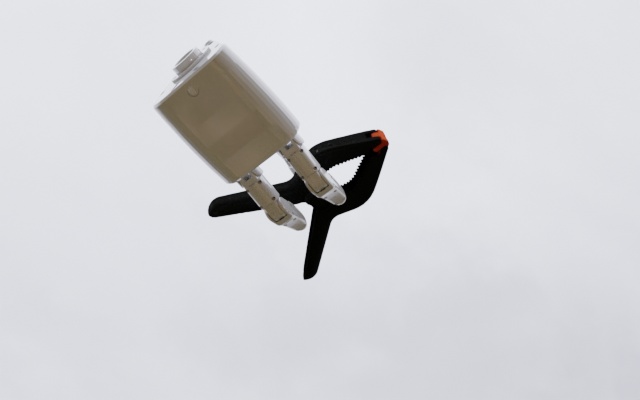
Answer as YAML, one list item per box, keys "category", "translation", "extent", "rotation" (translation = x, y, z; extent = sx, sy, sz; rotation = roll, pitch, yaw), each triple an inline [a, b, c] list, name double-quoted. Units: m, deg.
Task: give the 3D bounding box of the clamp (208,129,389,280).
- category: "clamp"
  translation: [0.000, 0.001, 0.553]
  extent: [0.210, 0.165, 0.036]
  rotation: [-35, 32, 15]
